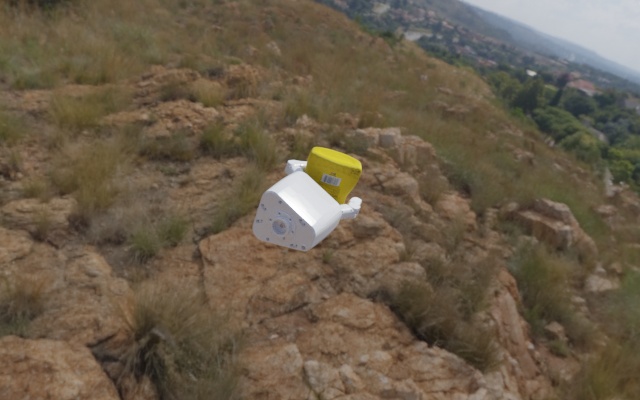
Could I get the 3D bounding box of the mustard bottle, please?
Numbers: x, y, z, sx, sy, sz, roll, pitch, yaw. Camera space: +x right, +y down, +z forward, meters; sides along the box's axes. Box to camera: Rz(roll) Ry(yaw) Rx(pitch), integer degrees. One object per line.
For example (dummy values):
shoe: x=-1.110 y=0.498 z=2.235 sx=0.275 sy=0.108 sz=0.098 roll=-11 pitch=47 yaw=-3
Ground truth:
mustard bottle: x=0.000 y=0.003 z=0.879 sx=0.096 sy=0.192 sz=0.058 roll=17 pitch=27 yaw=-8
